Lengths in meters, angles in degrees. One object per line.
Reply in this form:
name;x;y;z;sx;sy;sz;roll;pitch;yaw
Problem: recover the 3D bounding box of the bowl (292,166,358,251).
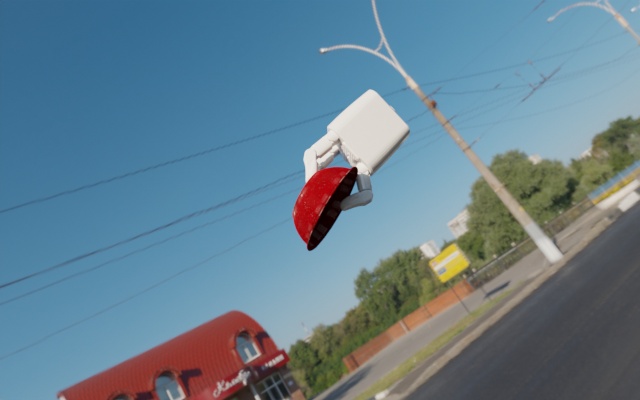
bowl;-0.001;0.003;0.800;0.055;0.162;0.162;29;6;12
